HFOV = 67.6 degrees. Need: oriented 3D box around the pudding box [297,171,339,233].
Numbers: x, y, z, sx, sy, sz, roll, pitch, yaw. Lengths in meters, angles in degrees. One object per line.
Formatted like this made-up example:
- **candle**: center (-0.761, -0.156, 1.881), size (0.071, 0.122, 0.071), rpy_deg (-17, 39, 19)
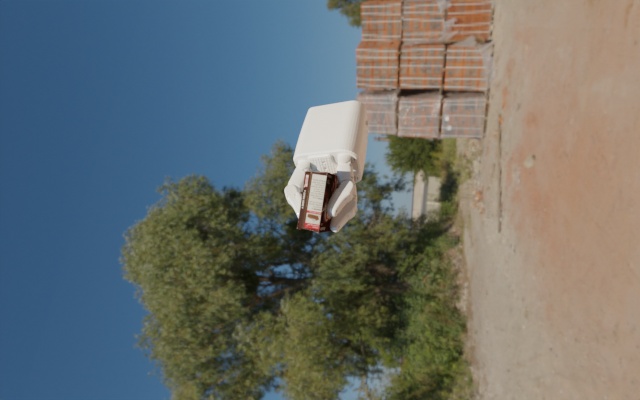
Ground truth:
- **pudding box**: center (0.000, 0.002, 0.740), size (0.039, 0.090, 0.113), rpy_deg (8, 0, 14)
